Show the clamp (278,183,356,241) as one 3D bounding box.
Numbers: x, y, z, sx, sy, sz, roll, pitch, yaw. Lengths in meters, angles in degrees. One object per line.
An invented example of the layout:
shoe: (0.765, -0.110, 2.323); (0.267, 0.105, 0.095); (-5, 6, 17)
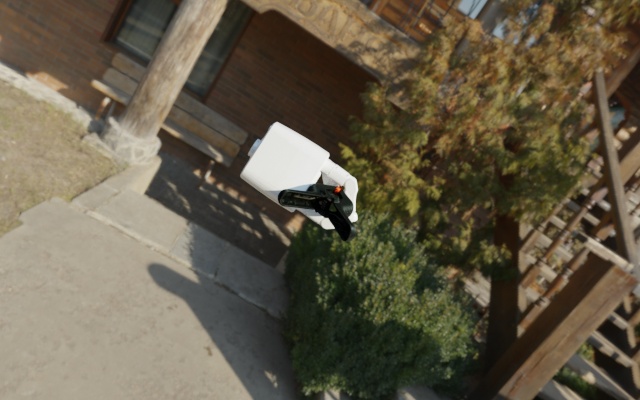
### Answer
clamp: (0.001, 0.002, 0.723); (0.120, 0.039, 0.171); (33, 14, -5)
